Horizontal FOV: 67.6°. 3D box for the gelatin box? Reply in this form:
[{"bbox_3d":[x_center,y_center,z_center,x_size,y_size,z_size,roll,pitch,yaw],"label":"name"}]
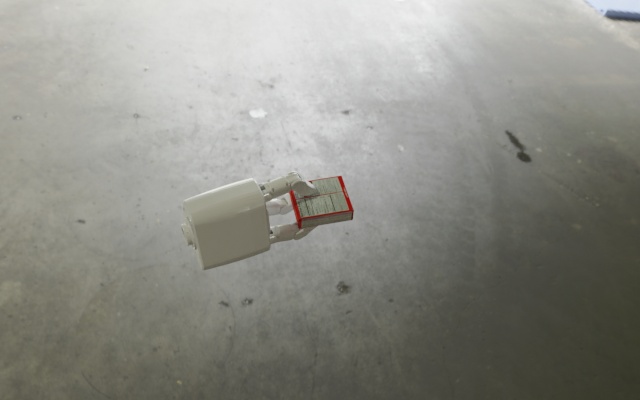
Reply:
[{"bbox_3d":[0.000,0.002,0.751,0.089,0.073,0.030,-10,-38,-10],"label":"gelatin box"}]
